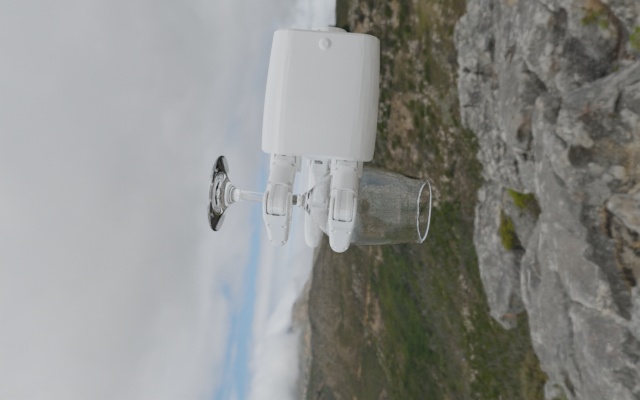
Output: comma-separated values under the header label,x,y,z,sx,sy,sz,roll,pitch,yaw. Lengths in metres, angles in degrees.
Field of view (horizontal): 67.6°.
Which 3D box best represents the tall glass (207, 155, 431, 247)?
label,x,y,z,sx,sy,sz,roll,pitch,yaw
tall glass,-0.001,0.002,0.458,0.201,0.079,0.079,5,0,2
